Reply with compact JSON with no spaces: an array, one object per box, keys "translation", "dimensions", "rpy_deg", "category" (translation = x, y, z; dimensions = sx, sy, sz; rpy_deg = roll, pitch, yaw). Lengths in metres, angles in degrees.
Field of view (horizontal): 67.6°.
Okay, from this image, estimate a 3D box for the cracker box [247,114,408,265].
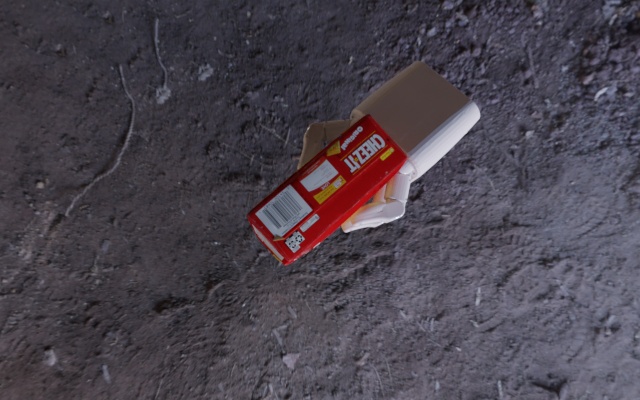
[{"translation":[0.000,0.002,0.572],"dimensions":[0.164,0.072,0.214],"rpy_deg":[-41,-3,-10],"category":"cracker box"}]
